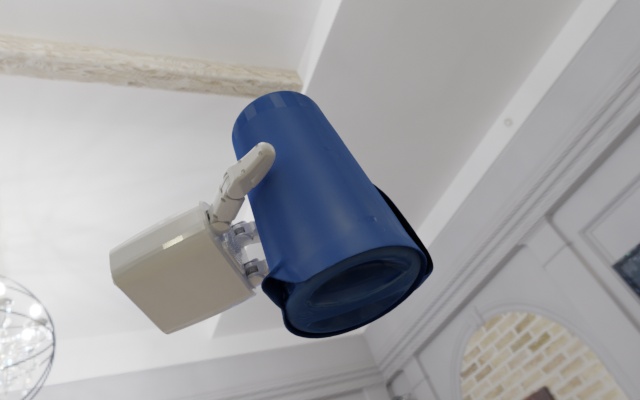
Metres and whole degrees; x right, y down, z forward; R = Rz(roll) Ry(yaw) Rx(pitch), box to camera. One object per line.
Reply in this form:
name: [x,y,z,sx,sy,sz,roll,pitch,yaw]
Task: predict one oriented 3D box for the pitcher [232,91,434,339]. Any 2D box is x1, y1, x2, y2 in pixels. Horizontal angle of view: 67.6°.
pitcher: [0.000,0.002,0.481,0.145,0.242,0.149,-28,-37,3]
